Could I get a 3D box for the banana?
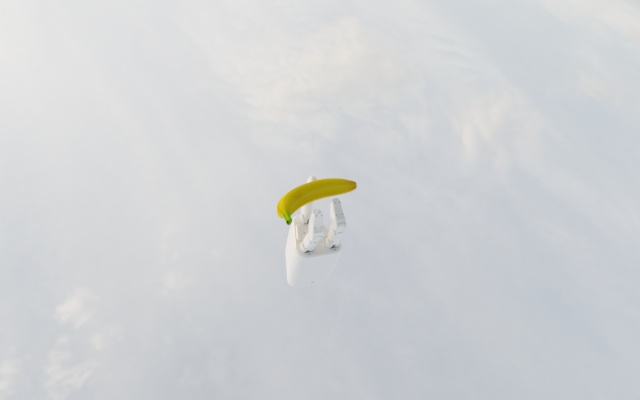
[{"bbox_3d":[-0.016,-0.006,0.871,0.069,0.037,0.197,35,42,25],"label":"banana"}]
